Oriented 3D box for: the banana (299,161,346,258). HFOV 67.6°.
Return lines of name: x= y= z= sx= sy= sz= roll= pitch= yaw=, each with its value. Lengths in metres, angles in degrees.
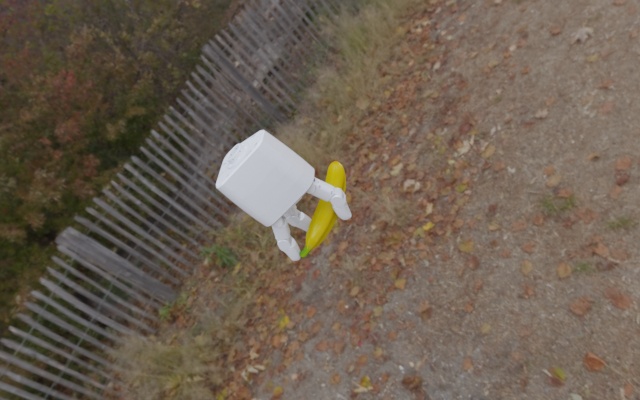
banana: x=0.010 y=0.002 z=0.818 sx=0.037 sy=0.197 sz=0.069 roll=37 pitch=-32 yaw=-26
